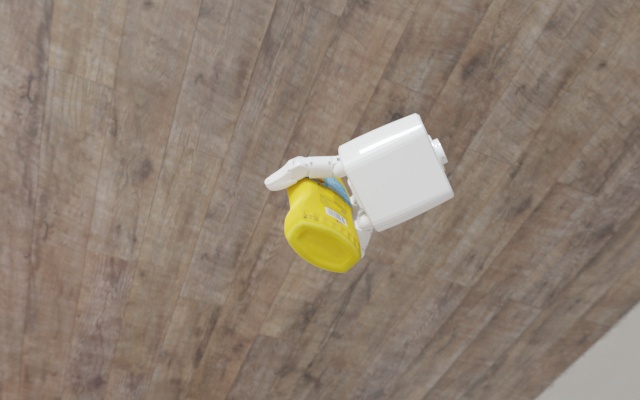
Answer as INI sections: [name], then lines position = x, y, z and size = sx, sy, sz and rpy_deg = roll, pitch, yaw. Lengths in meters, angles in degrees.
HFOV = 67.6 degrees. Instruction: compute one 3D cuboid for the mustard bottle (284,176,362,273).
[mustard bottle]
position = 0.000, 0.002, 0.619
size = 0.096, 0.058, 0.191
rpy_deg = 32, 27, -22
